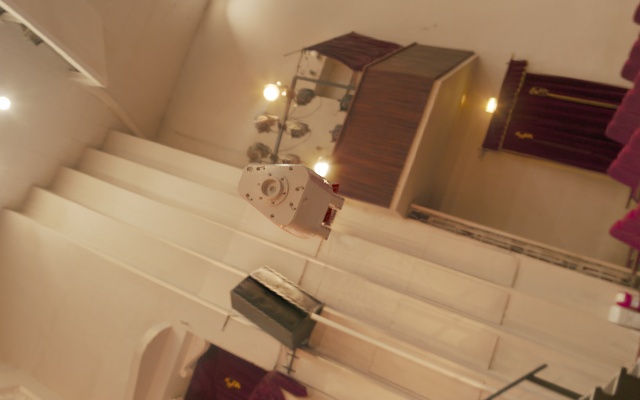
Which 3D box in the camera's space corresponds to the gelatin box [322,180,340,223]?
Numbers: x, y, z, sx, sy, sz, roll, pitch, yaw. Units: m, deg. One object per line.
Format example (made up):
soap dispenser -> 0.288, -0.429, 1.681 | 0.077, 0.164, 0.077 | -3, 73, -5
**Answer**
gelatin box -> 0.000, 0.003, 0.834 | 0.030, 0.073, 0.089 | 18, 8, 16
